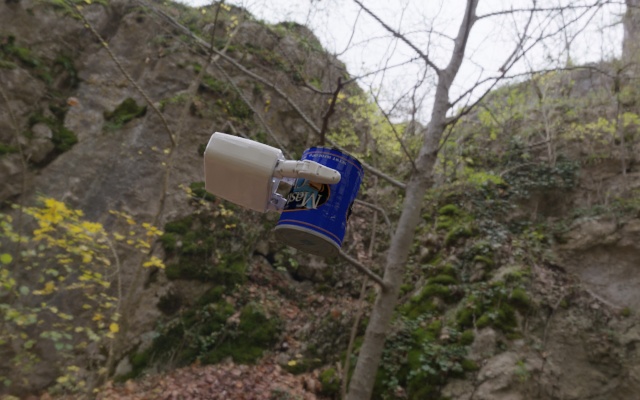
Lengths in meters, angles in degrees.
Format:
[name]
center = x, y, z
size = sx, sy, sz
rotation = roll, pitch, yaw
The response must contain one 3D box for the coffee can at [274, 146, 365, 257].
[coffee can]
center = 0.000, 0.003, 0.732
size = 0.103, 0.140, 0.103
rotation = 16, -21, 7
